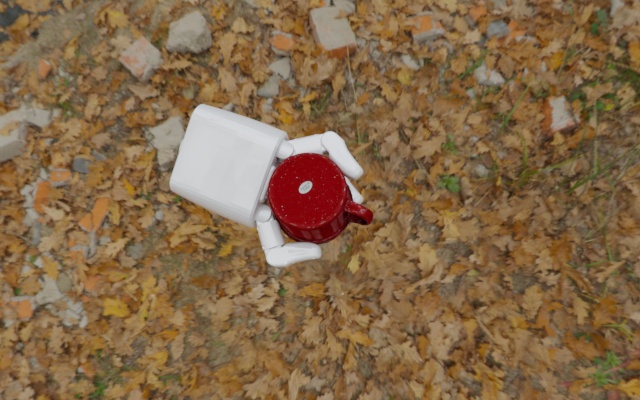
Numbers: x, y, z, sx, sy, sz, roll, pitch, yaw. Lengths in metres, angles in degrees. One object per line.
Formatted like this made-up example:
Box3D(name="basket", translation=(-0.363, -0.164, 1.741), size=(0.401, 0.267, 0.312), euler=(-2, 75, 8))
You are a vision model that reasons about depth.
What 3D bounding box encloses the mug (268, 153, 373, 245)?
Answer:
Box3D(name="mug", translation=(0.001, 0.002, 0.512), size=(0.117, 0.093, 0.081), euler=(21, -9, 8))
